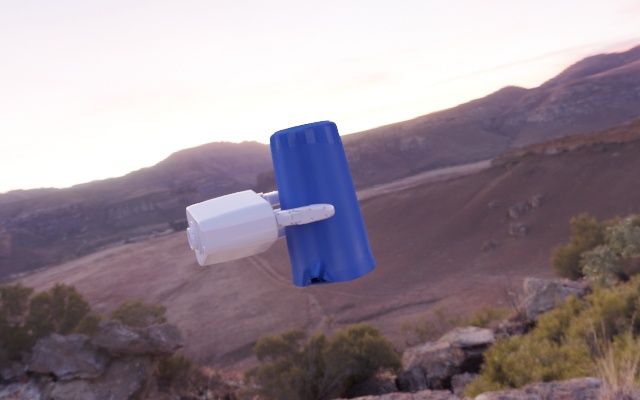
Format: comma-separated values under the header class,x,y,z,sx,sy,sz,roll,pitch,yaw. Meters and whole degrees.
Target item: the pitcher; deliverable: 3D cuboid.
class,x,y,z,sx,sy,sz,roll,pitch,yaw
pitcher,0.000,0.003,0.753,0.145,0.243,0.149,-15,6,-24
